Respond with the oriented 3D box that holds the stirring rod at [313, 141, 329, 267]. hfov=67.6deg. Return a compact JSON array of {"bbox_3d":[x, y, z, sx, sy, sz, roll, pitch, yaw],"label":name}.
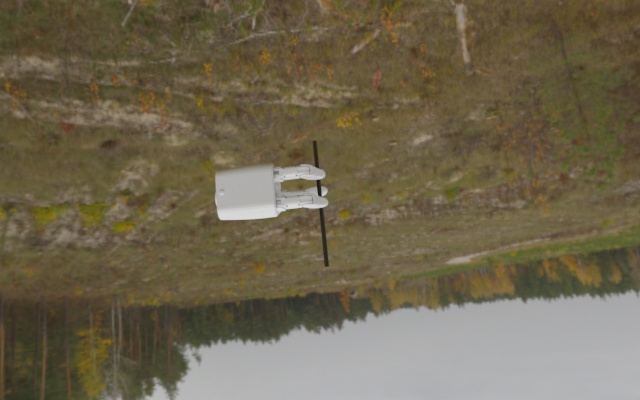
[{"bbox_3d":[0.000,0.003,0.892,0.011,0.239,0.011,-5,-12,-1],"label":"stirring rod"}]
